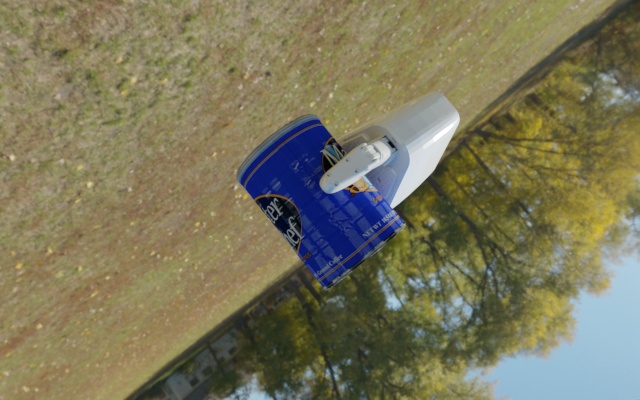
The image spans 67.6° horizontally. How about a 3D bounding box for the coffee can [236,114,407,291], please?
[{"bbox_3d":[0.000,0.001,0.469,0.103,0.140,0.103,-38,-6,-5],"label":"coffee can"}]
